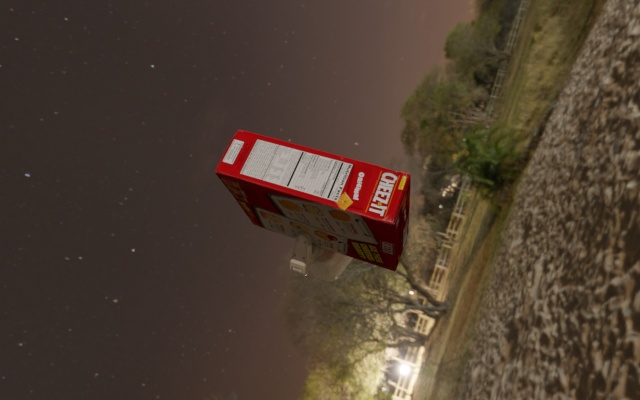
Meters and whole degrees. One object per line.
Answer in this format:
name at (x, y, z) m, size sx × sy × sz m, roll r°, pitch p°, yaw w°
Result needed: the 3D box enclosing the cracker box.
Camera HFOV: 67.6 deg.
cracker box at (0.000, 0.002, 0.591) m, size 0.213 × 0.072 × 0.164 m, roll 16°, pitch -21°, yaw 16°
